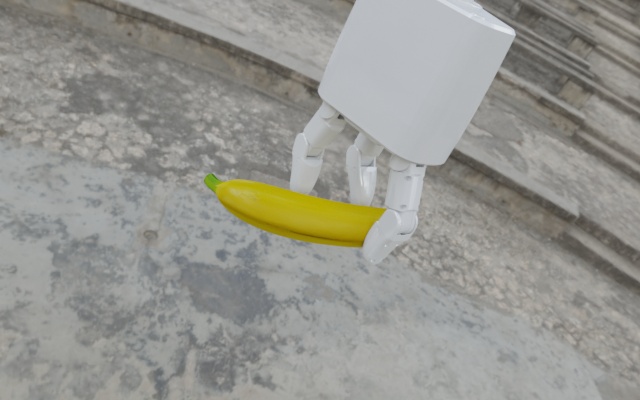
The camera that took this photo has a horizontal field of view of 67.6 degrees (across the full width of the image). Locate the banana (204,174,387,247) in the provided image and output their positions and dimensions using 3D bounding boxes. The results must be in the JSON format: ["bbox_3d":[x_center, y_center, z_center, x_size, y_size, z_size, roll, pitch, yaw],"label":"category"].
[{"bbox_3d":[-0.002,0.010,0.410,0.198,0.037,0.069,14,29,-14],"label":"banana"}]
